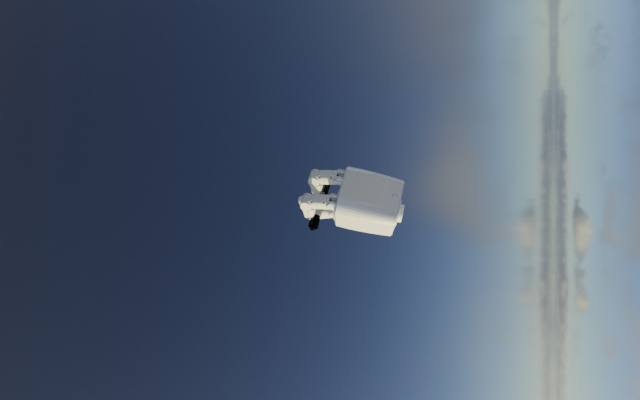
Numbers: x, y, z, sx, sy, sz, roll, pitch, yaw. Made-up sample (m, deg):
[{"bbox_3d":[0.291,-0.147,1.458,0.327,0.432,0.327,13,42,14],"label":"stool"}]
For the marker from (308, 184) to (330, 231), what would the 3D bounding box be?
[{"bbox_3d":[0.000,0.003,0.892,0.020,0.121,0.020,12,-31,8],"label":"marker"}]
